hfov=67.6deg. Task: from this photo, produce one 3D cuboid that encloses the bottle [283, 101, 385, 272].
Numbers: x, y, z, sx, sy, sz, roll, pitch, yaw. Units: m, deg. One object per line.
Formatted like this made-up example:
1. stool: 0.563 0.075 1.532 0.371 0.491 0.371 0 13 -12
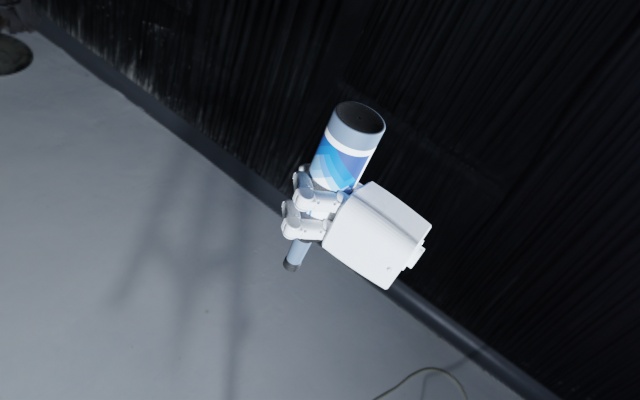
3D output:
1. bottle: 0.000 0.002 0.665 0.069 0.069 0.296 0 -43 -26
